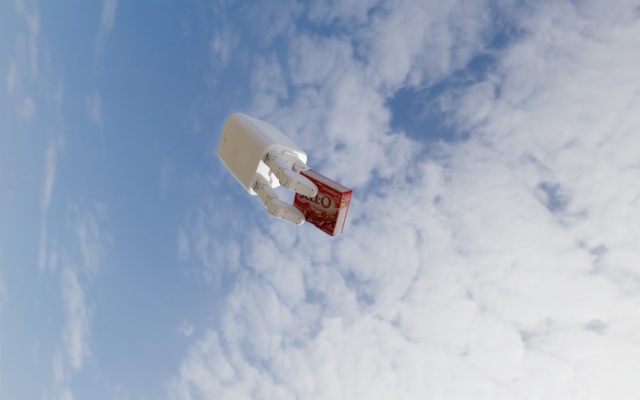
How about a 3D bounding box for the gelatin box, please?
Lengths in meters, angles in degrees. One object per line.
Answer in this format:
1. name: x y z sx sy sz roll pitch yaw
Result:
1. gelatin box: 0.001 0.002 0.729 0.089 0.073 0.030 28 27 32
